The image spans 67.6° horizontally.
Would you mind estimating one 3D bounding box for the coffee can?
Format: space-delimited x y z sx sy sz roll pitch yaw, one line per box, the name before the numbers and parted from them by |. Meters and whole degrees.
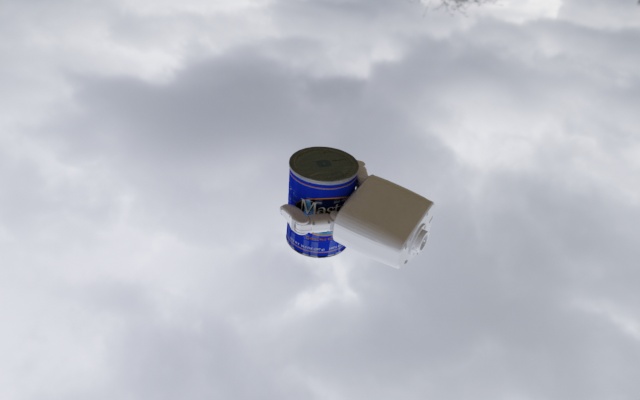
coffee can | 0.000 0.002 0.734 0.103 0.140 0.102 4 34 -2
